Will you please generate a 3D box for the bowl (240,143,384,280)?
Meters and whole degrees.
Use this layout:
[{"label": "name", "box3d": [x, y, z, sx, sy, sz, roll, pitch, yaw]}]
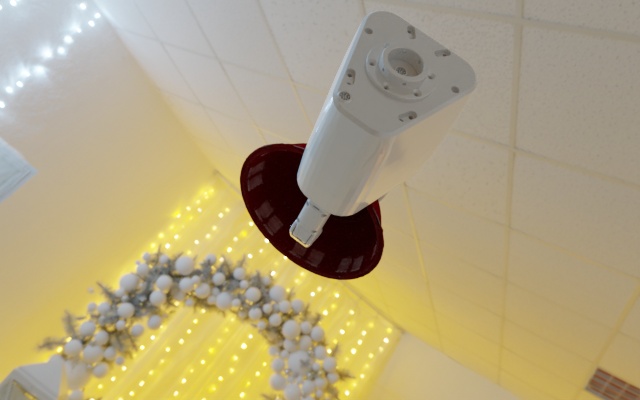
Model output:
[{"label": "bowl", "box3d": [0.000, 0.002, 0.475, 0.162, 0.162, 0.055, 0, 35, 39]}]
